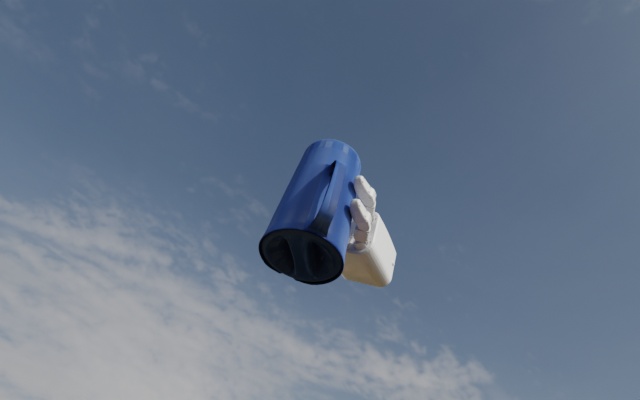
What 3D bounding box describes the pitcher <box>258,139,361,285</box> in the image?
[{"bbox_3d":[0.000,0.003,0.790,0.149,0.145,0.242,-10,41,27],"label":"pitcher"}]
